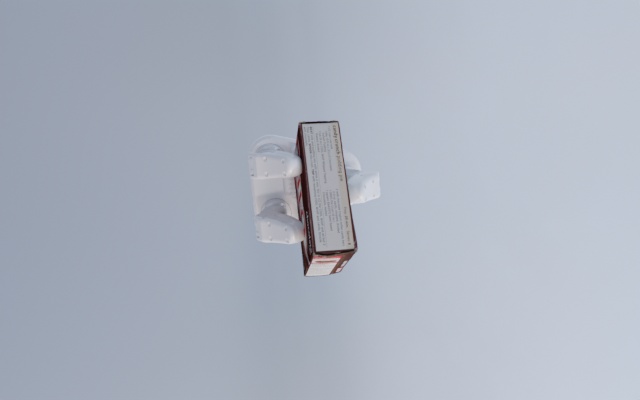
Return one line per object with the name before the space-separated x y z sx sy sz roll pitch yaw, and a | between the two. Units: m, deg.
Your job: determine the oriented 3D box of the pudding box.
pudding box | 0.000 0.001 0.407 0.039 0.113 0.090 -7 -18 -8
